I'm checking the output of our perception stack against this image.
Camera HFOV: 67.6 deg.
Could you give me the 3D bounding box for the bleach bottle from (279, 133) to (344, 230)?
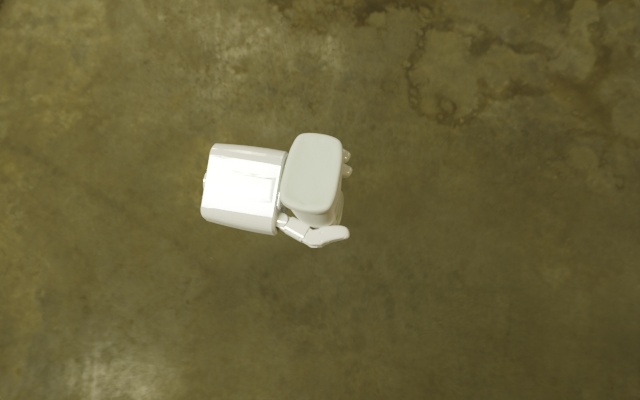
[{"bbox_3d":[0.000,0.002,0.672,0.068,0.102,0.251,10,-17,8],"label":"bleach bottle"}]
